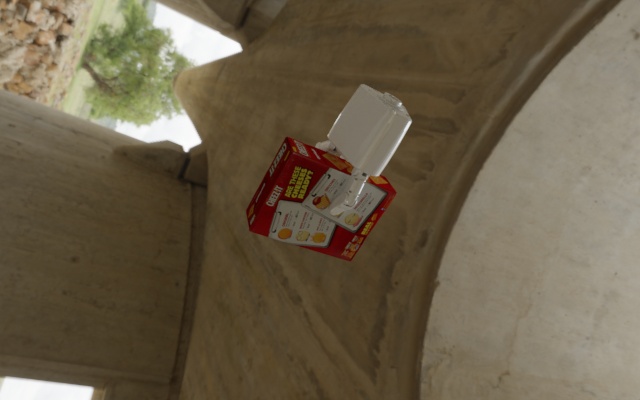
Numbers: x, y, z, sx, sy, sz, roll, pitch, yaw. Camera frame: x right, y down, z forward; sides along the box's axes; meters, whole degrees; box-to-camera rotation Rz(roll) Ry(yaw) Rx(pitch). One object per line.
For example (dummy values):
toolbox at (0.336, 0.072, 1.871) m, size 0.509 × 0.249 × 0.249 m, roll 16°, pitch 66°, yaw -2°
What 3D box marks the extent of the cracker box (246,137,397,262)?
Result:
cracker box at (0.000, 0.003, 0.841) m, size 0.214 × 0.164 × 0.072 m, roll 20°, pitch 25°, yaw -27°
